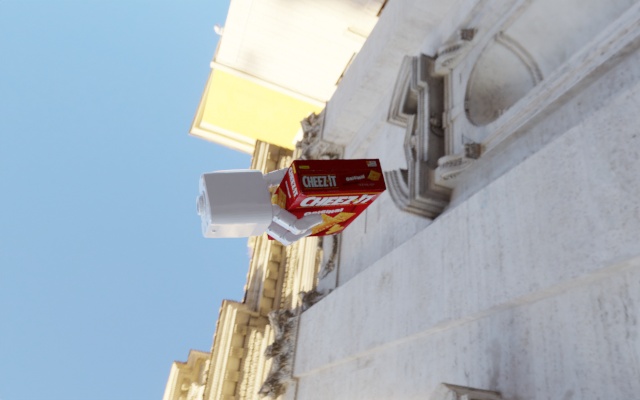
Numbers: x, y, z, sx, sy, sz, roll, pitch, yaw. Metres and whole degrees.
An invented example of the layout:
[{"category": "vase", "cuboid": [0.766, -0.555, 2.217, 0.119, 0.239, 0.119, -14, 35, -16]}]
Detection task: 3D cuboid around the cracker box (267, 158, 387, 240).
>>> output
[{"category": "cracker box", "cuboid": [0.000, 0.003, 0.886, 0.164, 0.072, 0.214, -4, -23, -24]}]
